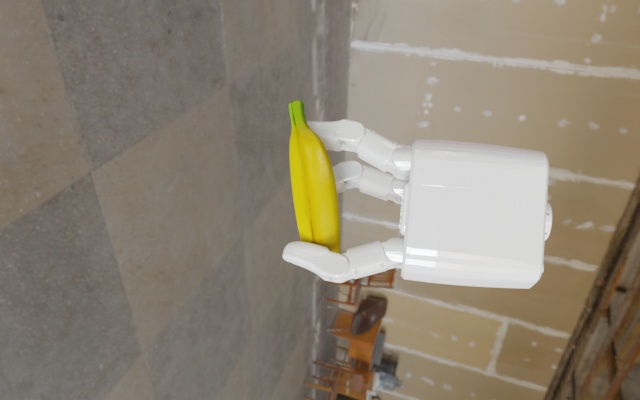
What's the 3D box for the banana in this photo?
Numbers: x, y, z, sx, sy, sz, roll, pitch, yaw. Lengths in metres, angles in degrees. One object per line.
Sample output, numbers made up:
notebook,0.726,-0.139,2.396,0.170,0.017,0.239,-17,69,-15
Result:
banana,-0.001,0.011,0.431,0.037,0.198,0.069,-2,42,5
